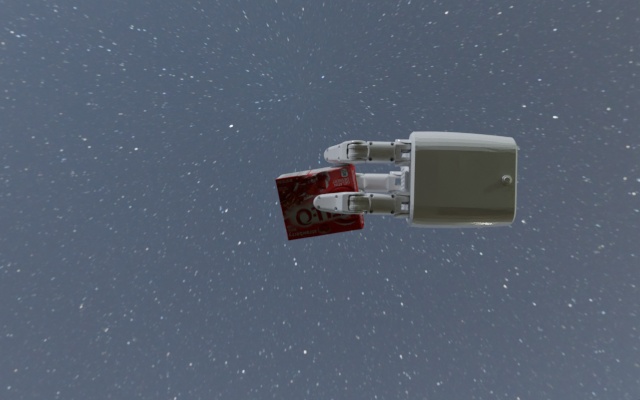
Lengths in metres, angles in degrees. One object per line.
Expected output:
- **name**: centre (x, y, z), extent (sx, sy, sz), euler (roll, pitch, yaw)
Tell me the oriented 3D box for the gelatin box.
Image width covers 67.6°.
- **gelatin box**: centre (0.000, 0.002, 0.540), extent (0.089, 0.073, 0.030), euler (-9, 11, 13)
